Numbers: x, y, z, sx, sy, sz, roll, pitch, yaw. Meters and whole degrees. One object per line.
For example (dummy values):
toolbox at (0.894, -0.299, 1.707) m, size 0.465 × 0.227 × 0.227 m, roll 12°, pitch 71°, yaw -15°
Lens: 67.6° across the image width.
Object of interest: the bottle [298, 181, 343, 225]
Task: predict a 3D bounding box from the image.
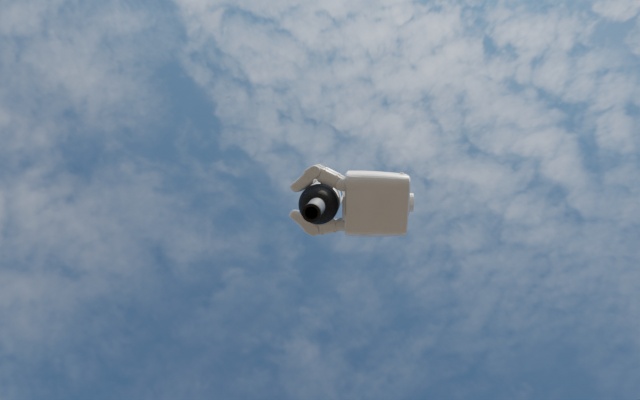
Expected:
bottle at (0.000, 0.003, 0.820) m, size 0.069 × 0.069 × 0.295 m, roll 0°, pitch 6°, yaw 5°
